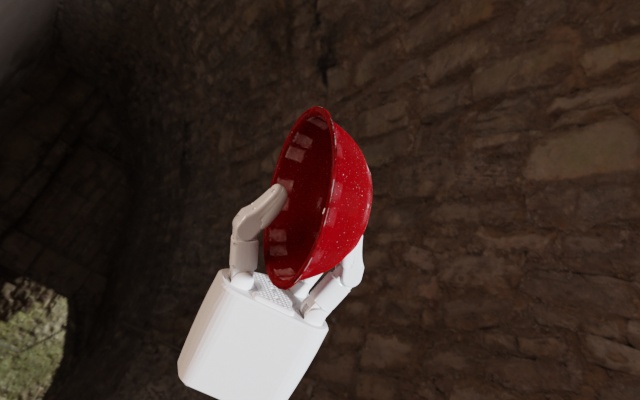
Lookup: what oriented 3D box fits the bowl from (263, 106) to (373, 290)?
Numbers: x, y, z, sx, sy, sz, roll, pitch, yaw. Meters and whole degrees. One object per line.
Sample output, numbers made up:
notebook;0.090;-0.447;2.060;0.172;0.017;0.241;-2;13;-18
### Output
bowl;0.001;0.000;0.426;0.055;0.162;0.162;12;-4;-22
